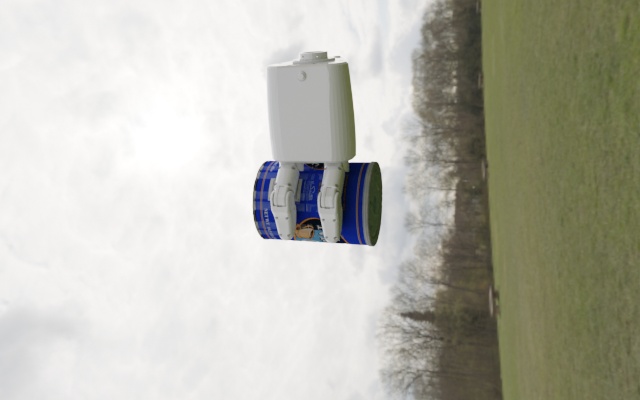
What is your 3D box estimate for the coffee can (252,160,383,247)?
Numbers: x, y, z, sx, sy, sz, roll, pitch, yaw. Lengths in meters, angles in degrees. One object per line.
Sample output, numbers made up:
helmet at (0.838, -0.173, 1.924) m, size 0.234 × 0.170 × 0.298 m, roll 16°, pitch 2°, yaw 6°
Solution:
coffee can at (0.000, 0.002, 0.593) m, size 0.140 × 0.103 × 0.103 m, roll 2°, pitch 0°, yaw 16°
